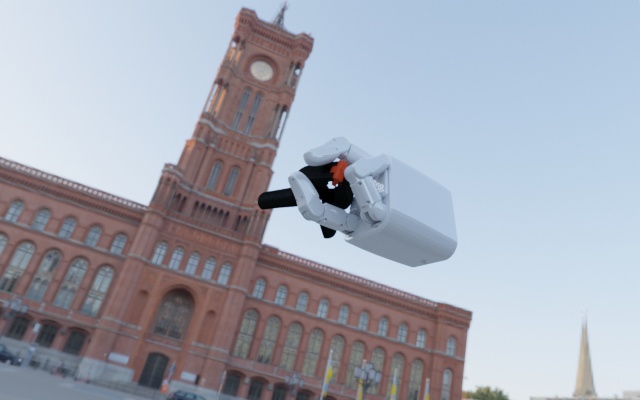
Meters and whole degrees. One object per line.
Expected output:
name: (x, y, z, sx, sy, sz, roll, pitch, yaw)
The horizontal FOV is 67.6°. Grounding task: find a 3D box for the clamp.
clamp: (0.000, 0.001, 0.621, 0.120, 0.039, 0.171, 25, -27, -22)
